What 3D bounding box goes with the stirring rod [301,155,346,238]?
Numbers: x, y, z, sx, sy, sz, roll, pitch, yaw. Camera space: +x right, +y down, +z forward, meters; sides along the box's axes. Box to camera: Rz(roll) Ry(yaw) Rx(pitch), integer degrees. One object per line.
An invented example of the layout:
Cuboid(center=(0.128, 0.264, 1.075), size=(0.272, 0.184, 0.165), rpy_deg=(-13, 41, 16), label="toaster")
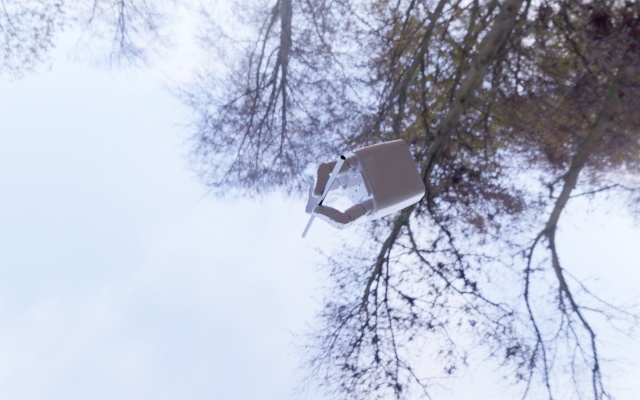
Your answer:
Cuboid(center=(0.000, 0.002, 0.745), size=(0.011, 0.011, 0.240), rpy_deg=(0, -30, -17), label="stirring rod")
